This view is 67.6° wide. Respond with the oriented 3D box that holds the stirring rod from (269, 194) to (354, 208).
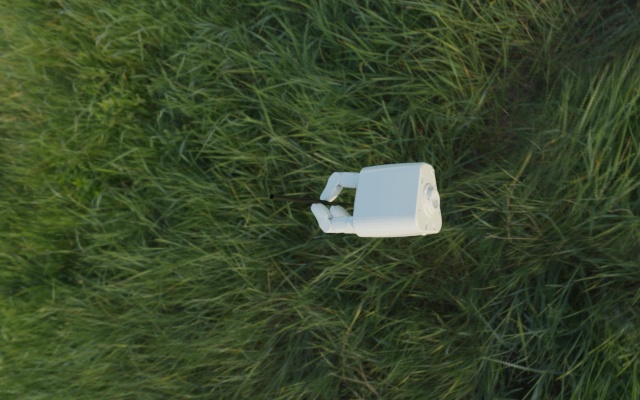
[{"bbox_3d":[0.000,0.003,0.791,0.011,0.011,0.239,0,-4,37],"label":"stirring rod"}]
